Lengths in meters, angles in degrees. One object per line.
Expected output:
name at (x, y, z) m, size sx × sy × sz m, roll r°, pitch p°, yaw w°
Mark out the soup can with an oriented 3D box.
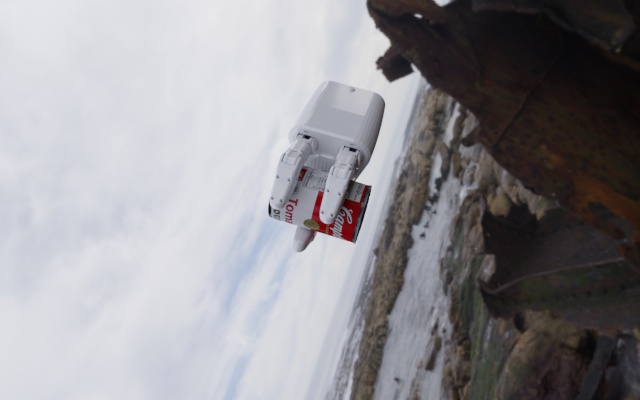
soup can at (0.000, 0.002, 0.537) m, size 0.102 × 0.068 × 0.068 m, roll 16°, pitch 2°, yaw 7°
